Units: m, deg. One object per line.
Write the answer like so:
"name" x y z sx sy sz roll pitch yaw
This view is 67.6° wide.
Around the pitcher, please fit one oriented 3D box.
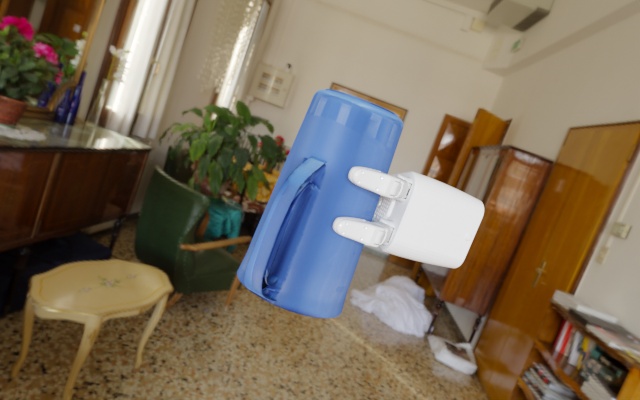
"pitcher" 0.000 0.002 0.546 0.145 0.243 0.149 18 8 -21
